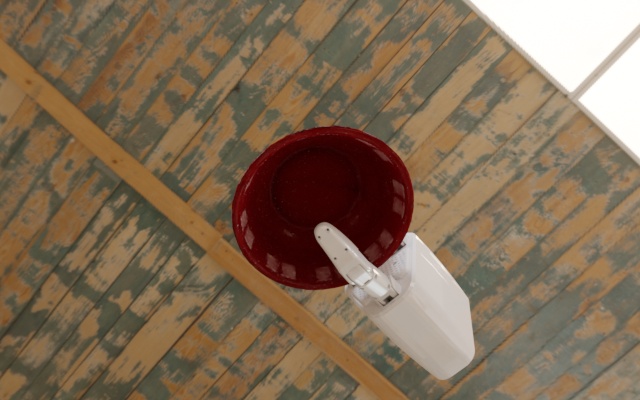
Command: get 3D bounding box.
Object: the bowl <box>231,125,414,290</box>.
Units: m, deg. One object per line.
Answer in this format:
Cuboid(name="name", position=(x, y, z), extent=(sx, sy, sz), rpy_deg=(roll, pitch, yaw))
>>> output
Cuboid(name="bowl", position=(-0.001, 0.000, 0.438), extent=(0.162, 0.162, 0.055), rpy_deg=(0, 27, -11))
